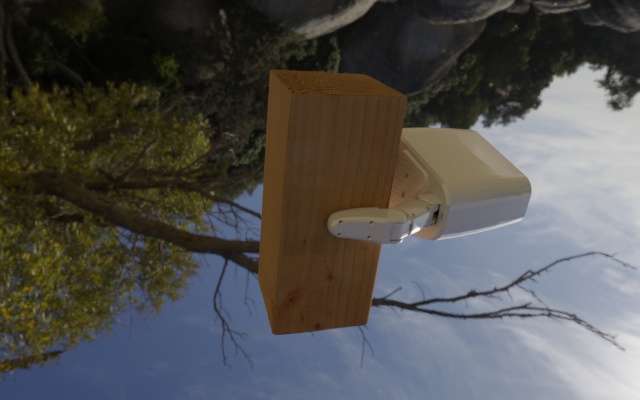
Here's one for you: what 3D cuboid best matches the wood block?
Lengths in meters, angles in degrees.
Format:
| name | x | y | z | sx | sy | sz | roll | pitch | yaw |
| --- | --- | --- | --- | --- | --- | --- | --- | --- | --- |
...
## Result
| name | x | y | z | sx | sy | sz | roll | pitch | yaw |
| --- | --- | --- | --- | --- | --- | --- | --- | --- | --- |
| wood block | 0.001 | 0.002 | 0.412 | 0.090 | 0.206 | 0.090 | -2 | 25 | -17 |
